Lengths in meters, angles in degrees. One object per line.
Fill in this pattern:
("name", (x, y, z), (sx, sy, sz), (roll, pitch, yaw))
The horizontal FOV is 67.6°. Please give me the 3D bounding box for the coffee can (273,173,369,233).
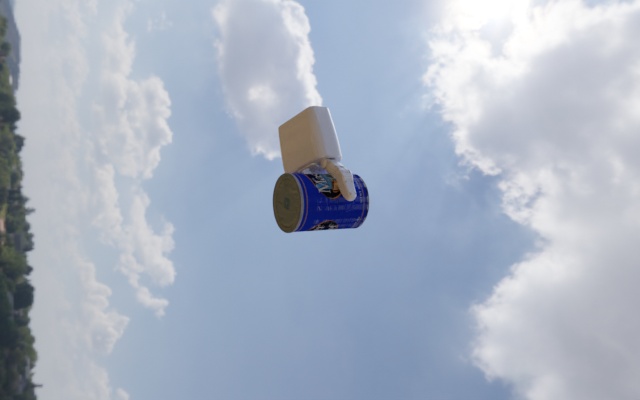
("coffee can", (0.000, 0.003, 0.846), (0.140, 0.103, 0.103), (-1, 1, -32))
